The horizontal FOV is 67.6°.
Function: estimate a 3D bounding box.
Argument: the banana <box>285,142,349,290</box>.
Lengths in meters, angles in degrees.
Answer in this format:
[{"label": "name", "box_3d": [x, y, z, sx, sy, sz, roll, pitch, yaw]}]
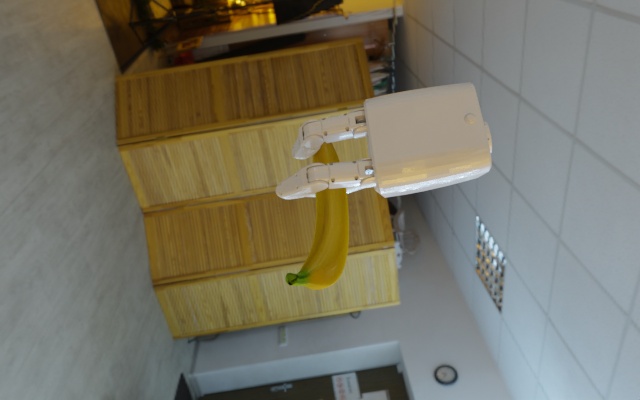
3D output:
[{"label": "banana", "box_3d": [0.006, 0.016, 0.493, 0.037, 0.197, 0.070, -10, -45, 19]}]
